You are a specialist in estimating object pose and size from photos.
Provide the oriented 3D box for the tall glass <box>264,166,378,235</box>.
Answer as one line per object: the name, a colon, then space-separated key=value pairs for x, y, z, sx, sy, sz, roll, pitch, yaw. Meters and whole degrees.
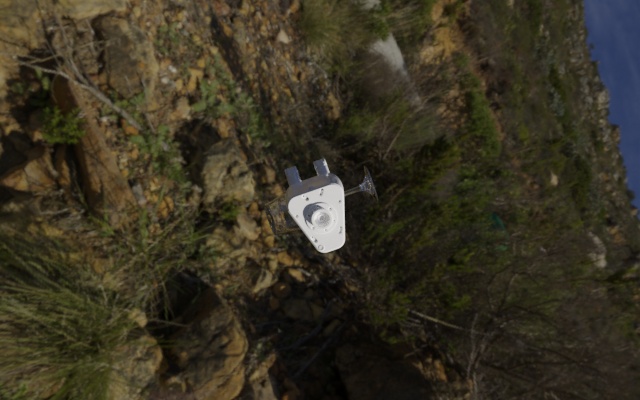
tall glass: x=0.001 y=0.003 z=0.883 sx=0.201 sy=0.079 sz=0.079 roll=-19 pitch=0 yaw=1
